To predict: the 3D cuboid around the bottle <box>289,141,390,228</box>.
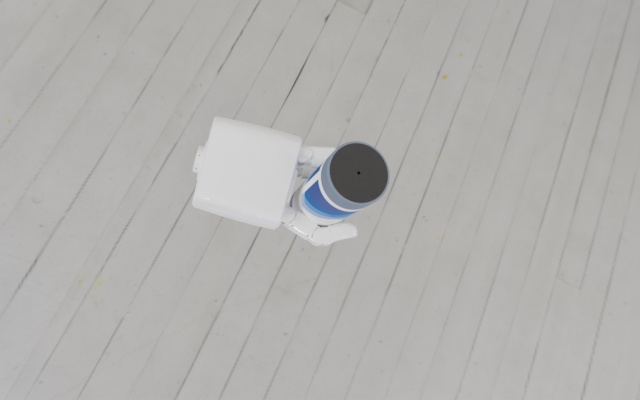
[{"bbox_3d":[0.000,0.002,0.614,0.069,0.069,0.296,0,-12,-15],"label":"bottle"}]
